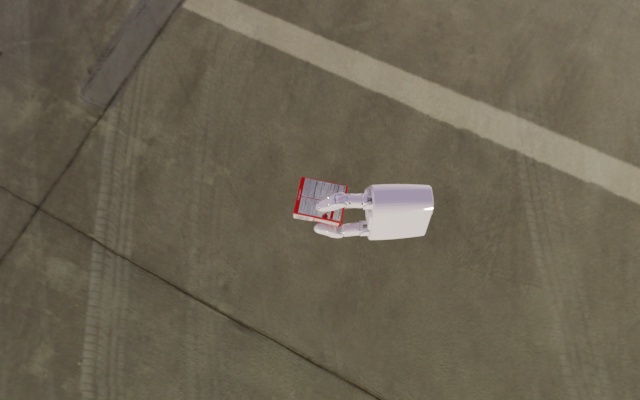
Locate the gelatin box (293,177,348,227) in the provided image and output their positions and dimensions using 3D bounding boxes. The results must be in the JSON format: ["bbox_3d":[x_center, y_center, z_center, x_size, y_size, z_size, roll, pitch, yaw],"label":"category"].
[{"bbox_3d":[0.000,0.003,0.860,0.089,0.073,0.030,12,-20,-2],"label":"gelatin box"}]
